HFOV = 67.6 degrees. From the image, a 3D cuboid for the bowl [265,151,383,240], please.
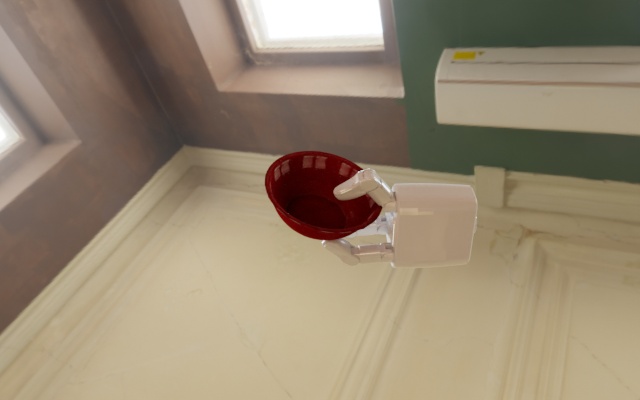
[{"bbox_3d":[-0.001,0.002,0.653,0.162,0.055,0.162,10,41,-9],"label":"bowl"}]
